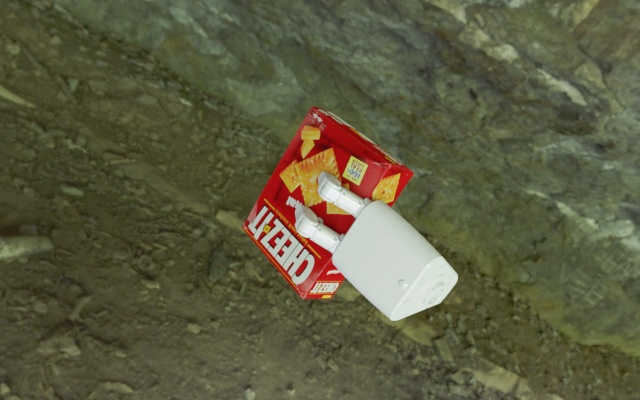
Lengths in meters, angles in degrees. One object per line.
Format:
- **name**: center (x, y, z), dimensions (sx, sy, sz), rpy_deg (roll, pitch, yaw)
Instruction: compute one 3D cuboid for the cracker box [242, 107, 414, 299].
- **cracker box**: center (0.000, 0.002, 0.659), dimensions (0.072, 0.214, 0.164), rpy_deg (13, 25, -51)
